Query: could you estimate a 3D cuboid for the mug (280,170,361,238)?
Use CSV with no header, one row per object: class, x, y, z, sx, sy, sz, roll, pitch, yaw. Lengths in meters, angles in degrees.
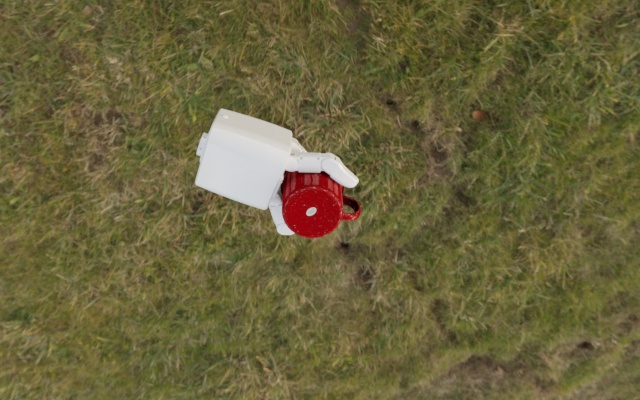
mug,0.001,0.003,0.660,0.117,0.093,0.081,18,27,-10
